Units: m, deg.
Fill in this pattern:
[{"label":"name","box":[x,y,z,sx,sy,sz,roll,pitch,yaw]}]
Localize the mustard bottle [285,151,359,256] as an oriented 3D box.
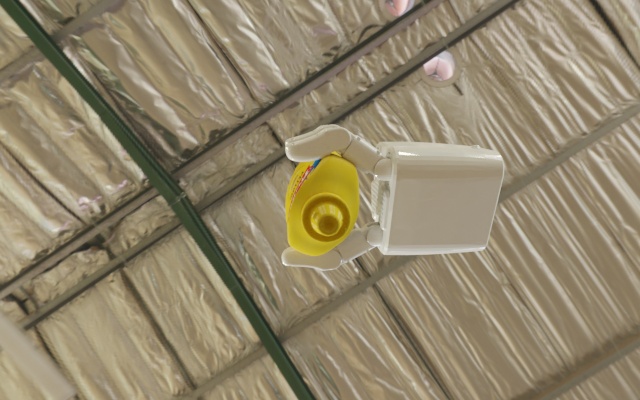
[{"label":"mustard bottle","box":[0.000,0.001,0.460,0.058,0.096,0.191,25,8,-9]}]
